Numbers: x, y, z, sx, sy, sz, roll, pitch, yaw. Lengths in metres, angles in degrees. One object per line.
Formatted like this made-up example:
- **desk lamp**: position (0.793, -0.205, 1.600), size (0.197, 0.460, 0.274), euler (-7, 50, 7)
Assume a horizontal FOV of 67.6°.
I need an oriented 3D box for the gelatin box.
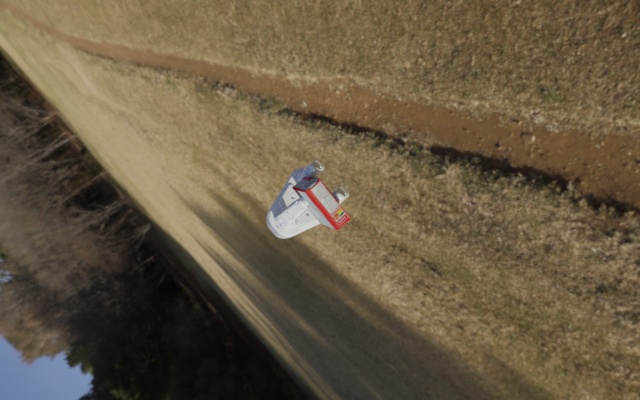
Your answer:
- **gelatin box**: position (0.000, 0.003, 0.689), size (0.030, 0.073, 0.089), euler (-41, 14, -9)
